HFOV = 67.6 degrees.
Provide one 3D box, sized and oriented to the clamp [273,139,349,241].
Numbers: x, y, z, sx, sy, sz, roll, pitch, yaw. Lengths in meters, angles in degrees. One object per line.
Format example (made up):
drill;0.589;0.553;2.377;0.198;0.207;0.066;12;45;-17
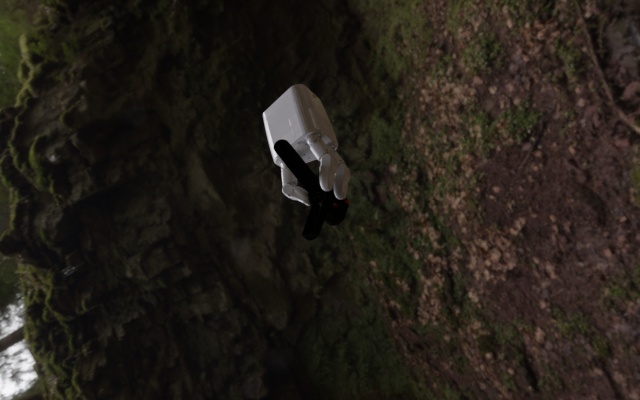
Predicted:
clamp;0.000;0.003;0.790;0.036;0.164;0.210;-24;-24;20
